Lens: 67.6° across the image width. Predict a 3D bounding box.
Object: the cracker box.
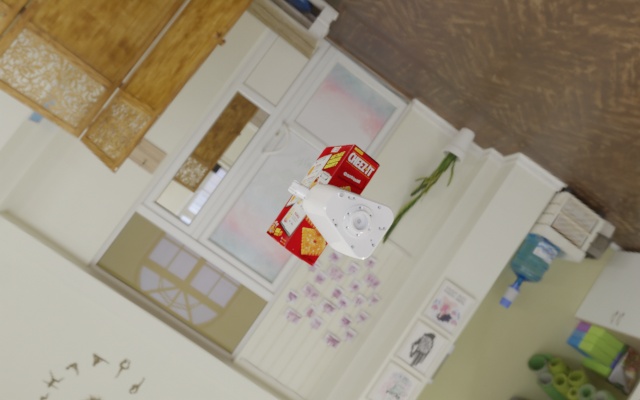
[{"bbox_3d":[0.000,0.003,0.884,0.072,0.213,0.164,37,-6,-17],"label":"cracker box"}]
